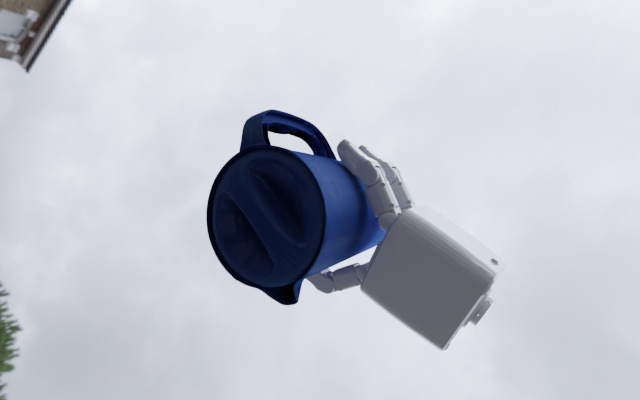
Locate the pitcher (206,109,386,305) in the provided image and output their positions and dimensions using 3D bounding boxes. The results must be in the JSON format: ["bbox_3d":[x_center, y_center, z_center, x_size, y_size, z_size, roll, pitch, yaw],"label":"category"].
[{"bbox_3d":[0.000,0.002,0.531,0.145,0.149,0.243,35,18,23],"label":"pitcher"}]
